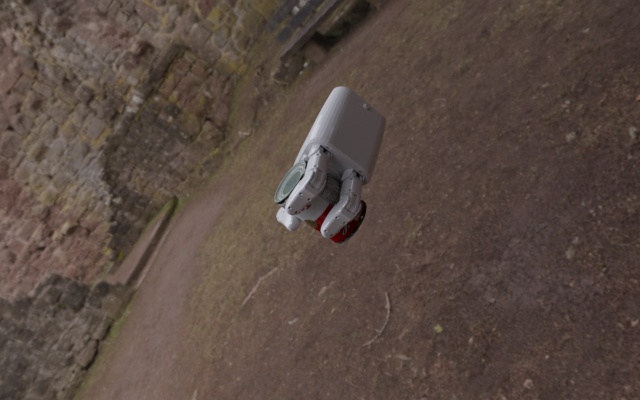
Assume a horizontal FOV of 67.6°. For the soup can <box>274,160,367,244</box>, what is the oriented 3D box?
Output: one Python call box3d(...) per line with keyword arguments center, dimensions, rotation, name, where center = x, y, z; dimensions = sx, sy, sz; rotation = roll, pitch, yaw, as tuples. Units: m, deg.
box3d(center=(0.000, 0.002, 0.620), dimensions=(0.102, 0.068, 0.068), rotation=(35, -14, -21), name="soup can")
